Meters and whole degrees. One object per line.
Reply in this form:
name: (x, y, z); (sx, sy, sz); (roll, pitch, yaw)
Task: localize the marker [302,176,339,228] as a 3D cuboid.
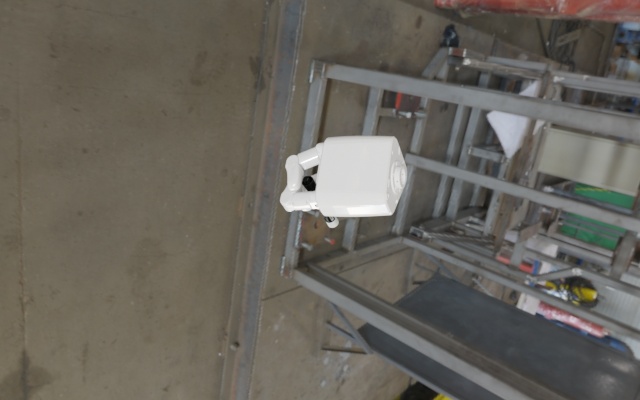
marker: (0.000, 0.002, 0.743); (0.020, 0.020, 0.121); (0, -36, 26)
